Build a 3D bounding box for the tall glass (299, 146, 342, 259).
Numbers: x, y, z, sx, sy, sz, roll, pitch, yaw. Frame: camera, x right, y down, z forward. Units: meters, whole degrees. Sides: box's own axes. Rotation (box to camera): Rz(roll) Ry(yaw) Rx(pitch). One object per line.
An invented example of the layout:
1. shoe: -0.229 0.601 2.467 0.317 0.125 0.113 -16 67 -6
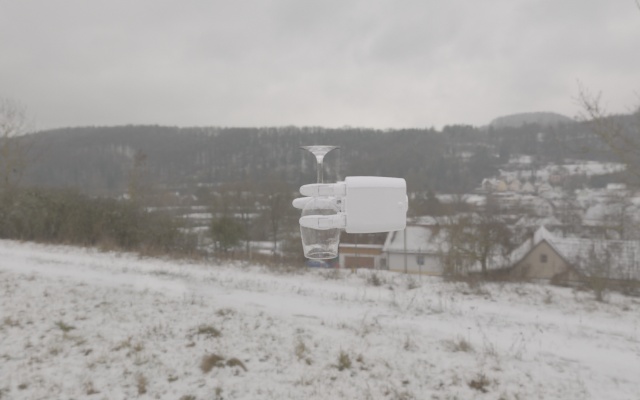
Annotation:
1. tall glass: 0.000 0.002 0.872 0.079 0.201 0.079 0 3 0
